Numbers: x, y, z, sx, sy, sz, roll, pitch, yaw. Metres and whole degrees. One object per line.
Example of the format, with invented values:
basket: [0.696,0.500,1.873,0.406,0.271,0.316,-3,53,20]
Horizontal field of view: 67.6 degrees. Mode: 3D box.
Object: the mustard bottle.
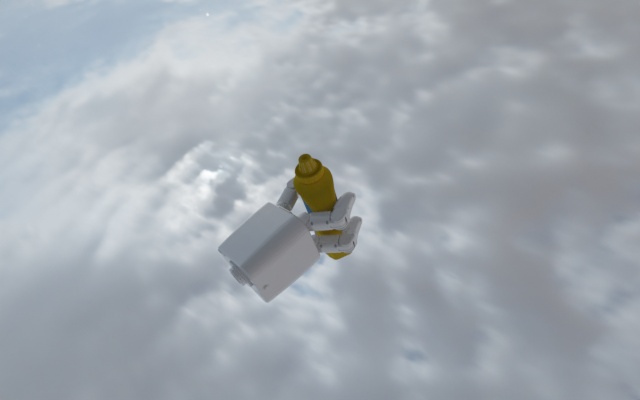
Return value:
mustard bottle: [0.000,0.002,0.729,0.058,0.096,0.192,-23,-43,-2]
